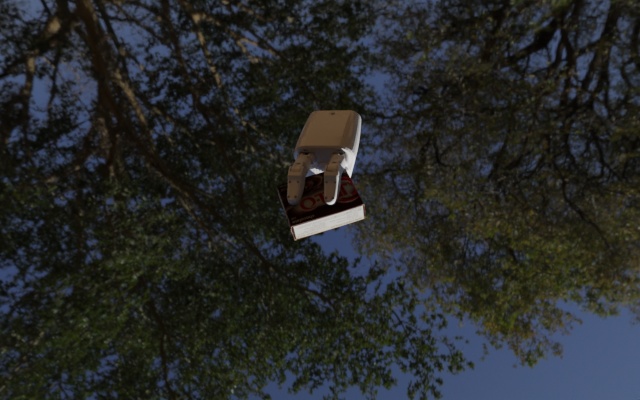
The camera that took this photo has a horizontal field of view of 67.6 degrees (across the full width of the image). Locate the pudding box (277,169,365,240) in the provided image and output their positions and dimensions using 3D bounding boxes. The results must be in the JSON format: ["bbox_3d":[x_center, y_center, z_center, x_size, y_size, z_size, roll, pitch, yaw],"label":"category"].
[{"bbox_3d":[0.000,0.002,0.716,0.113,0.039,0.090,-19,46,-5],"label":"pudding box"}]
